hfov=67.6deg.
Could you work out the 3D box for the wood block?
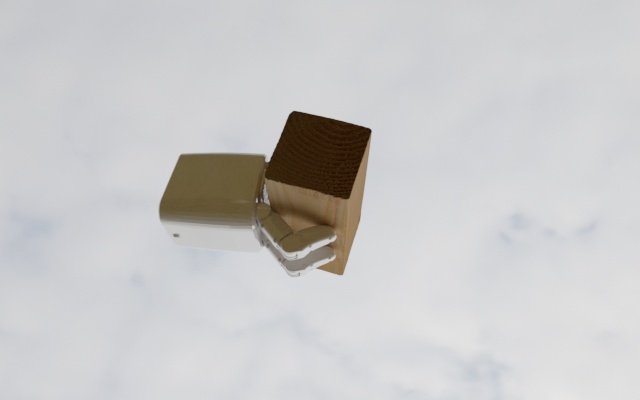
[{"bbox_3d":[0.000,0.002,0.564,0.090,0.090,0.206,15,-27,9],"label":"wood block"}]
